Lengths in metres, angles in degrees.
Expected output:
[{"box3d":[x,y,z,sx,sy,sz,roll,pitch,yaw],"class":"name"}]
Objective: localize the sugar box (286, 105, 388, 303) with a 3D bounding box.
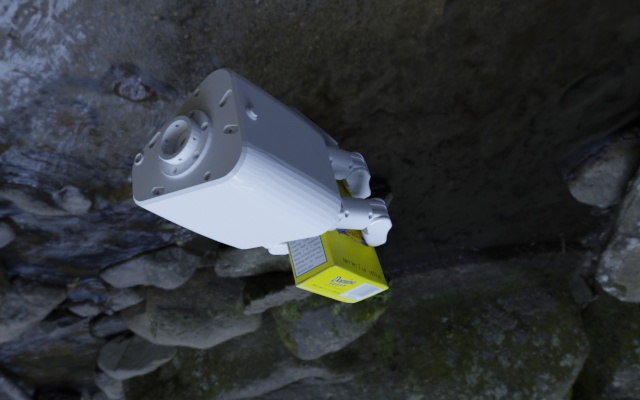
[{"box3d":[0.000,0.001,0.443,0.048,0.176,0.093,-29,-33,23],"class":"sugar box"}]
